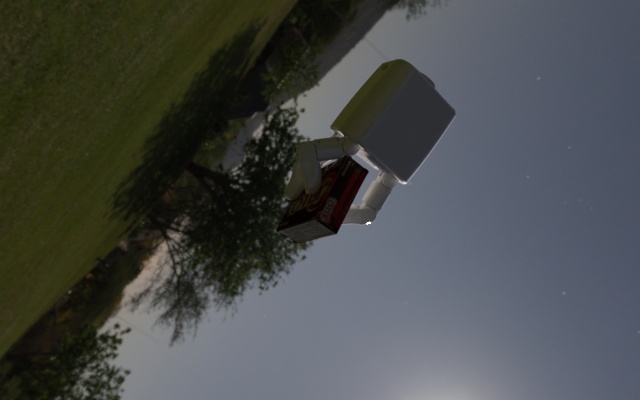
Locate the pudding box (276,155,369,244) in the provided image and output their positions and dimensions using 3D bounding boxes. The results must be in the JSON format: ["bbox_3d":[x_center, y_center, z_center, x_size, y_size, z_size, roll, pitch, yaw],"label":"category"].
[{"bbox_3d":[0.000,0.002,0.575,0.039,0.090,0.113,36,-25,-14],"label":"pudding box"}]
